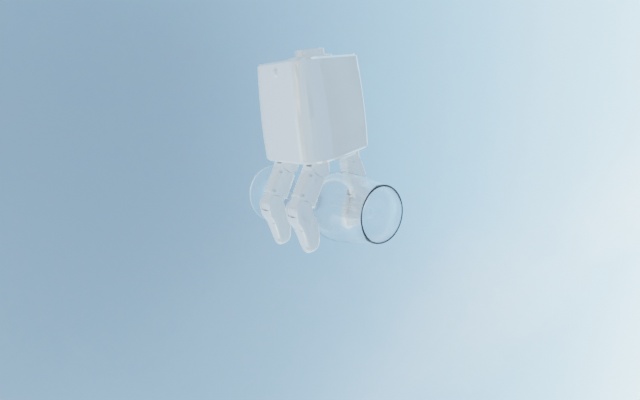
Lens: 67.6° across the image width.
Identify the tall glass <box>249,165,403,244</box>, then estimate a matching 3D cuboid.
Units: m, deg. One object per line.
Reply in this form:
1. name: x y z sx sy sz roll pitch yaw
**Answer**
1. tall glass: 0.000 0.002 0.559 0.079 0.079 0.201 0 8 -40
